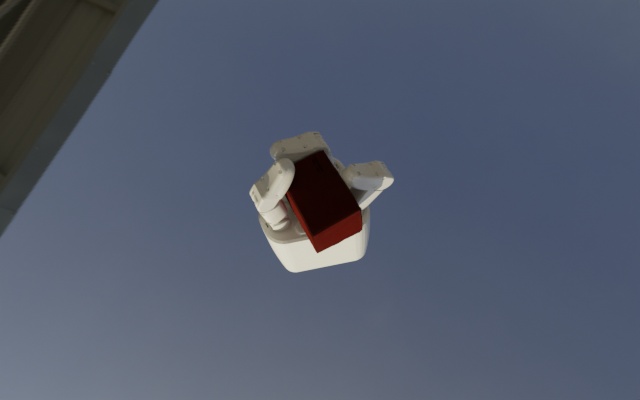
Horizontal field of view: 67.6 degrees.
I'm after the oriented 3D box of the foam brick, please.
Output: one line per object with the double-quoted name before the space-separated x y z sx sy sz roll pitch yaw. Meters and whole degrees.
"foam brick" 0.000 0.002 0.463 0.053 0.078 0.051 -26 -27 -7
